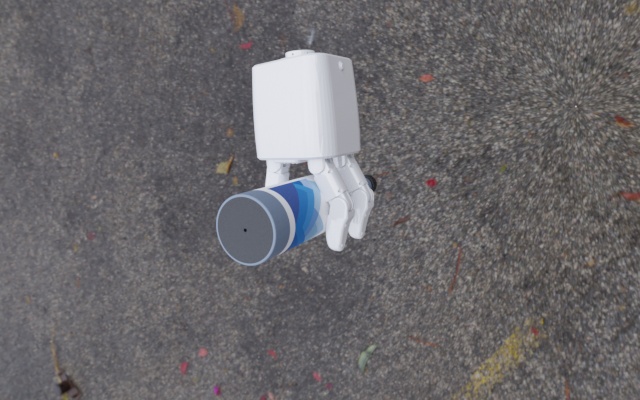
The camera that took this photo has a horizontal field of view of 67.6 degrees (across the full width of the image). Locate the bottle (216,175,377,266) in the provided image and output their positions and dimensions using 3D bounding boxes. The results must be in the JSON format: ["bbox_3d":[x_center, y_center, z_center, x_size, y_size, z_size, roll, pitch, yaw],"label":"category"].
[{"bbox_3d":[0.000,0.002,0.557,0.069,0.069,0.295,0,10,28],"label":"bottle"}]
